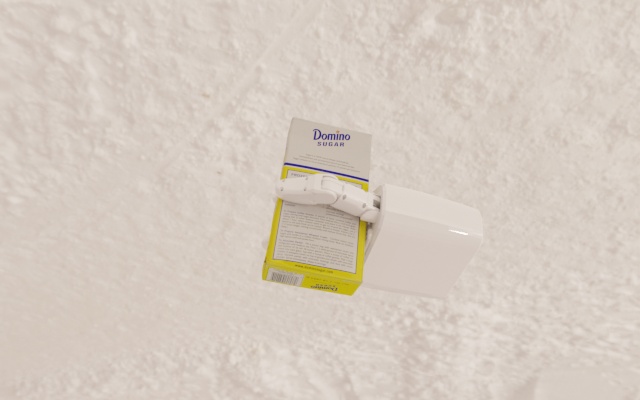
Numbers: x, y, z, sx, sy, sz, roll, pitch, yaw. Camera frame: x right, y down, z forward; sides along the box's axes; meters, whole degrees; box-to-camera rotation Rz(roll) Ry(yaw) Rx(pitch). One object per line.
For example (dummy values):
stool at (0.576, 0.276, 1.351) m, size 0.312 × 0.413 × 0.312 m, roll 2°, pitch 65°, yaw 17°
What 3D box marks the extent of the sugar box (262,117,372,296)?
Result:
sugar box at (0.000, 0.002, 0.491) m, size 0.093 × 0.176 × 0.048 m, roll 12°, pitch -34°, yaw -7°
